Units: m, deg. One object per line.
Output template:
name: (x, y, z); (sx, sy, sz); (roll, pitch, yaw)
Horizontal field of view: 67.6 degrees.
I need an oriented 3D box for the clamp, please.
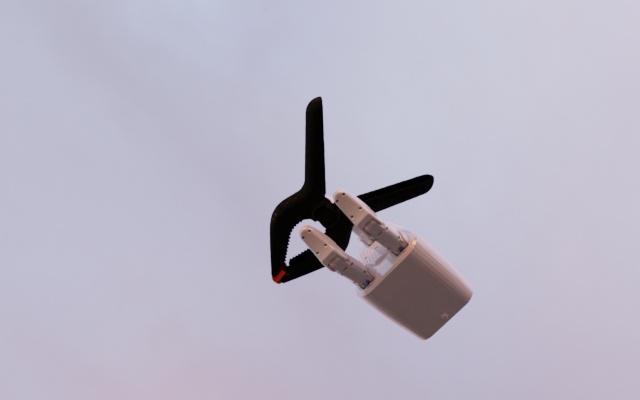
clamp: (0.000, 0.002, 0.536); (0.164, 0.210, 0.036); (40, 13, -13)
